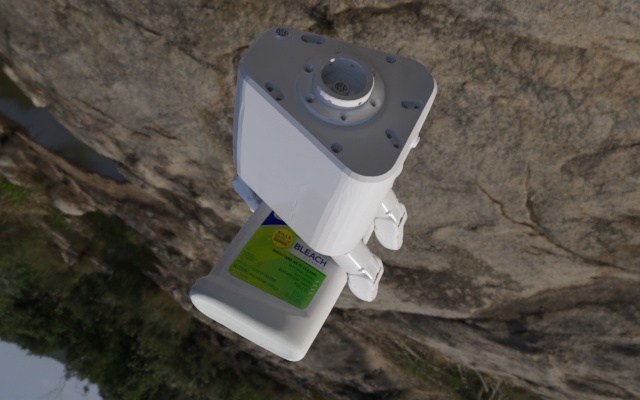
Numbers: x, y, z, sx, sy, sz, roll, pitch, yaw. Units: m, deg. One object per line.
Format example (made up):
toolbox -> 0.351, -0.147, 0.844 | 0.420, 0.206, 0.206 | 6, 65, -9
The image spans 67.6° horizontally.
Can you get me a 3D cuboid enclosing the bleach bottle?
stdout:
bleach bottle -> 0.000, 0.001, 0.414 | 0.102, 0.250, 0.068 | 28, -27, 4
